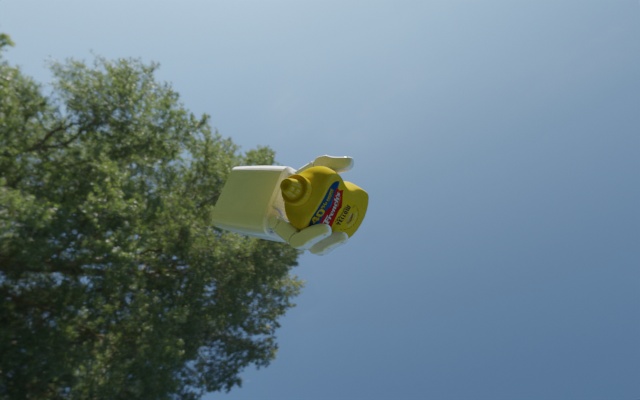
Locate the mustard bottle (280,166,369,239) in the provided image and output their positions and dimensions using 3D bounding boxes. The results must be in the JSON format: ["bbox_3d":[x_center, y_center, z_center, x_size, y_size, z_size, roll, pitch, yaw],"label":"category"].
[{"bbox_3d":[0.001,0.002,0.686,0.058,0.096,0.192,34,4,32],"label":"mustard bottle"}]
